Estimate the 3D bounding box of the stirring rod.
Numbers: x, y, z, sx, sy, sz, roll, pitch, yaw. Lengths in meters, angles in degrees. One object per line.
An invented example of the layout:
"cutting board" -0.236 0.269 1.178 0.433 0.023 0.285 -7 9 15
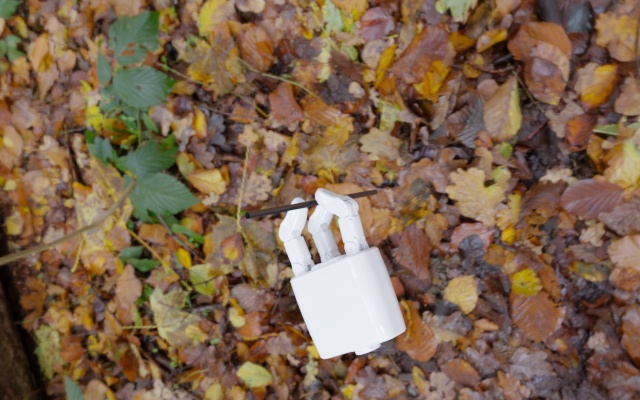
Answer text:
"stirring rod" 0.000 0.002 0.610 0.011 0.011 0.239 0 7 42
